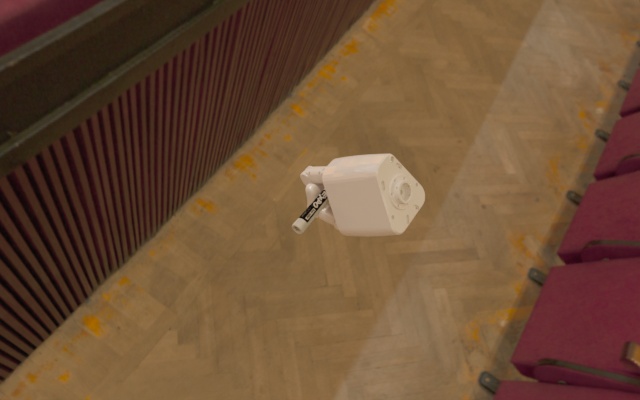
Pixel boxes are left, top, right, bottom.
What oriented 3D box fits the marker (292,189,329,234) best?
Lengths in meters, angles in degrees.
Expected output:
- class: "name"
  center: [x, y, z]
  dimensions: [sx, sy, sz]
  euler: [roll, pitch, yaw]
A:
- class: "marker"
  center: [0.000, 0.002, 0.712]
  dimensions: [0.020, 0.020, 0.121]
  euler: [0, 41, 48]
